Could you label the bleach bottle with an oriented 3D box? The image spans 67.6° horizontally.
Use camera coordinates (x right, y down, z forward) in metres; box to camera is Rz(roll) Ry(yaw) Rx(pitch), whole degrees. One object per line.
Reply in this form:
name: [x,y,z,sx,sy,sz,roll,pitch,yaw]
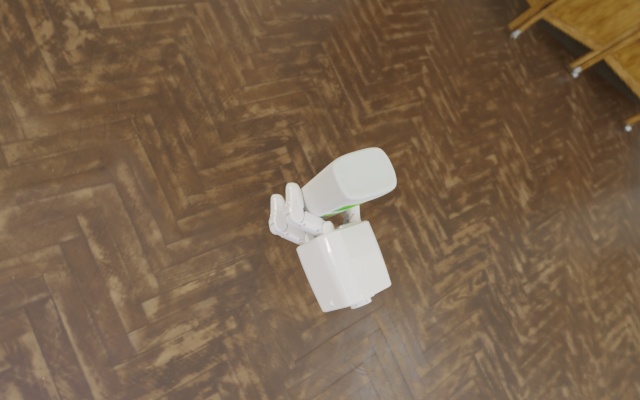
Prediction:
bleach bottle: [0.000,0.002,0.730,0.102,0.068,0.251,-17,-9,-34]
